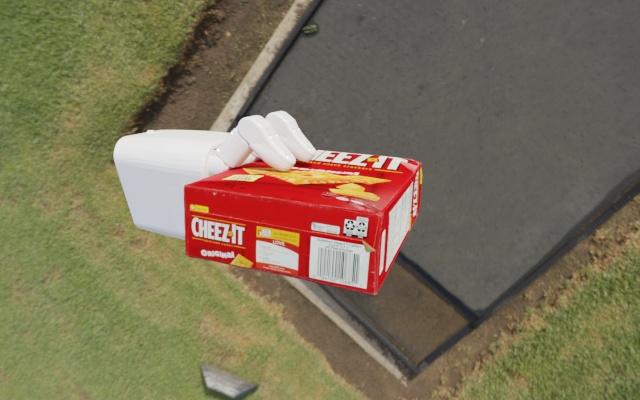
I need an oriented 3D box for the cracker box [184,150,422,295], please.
[{"bbox_3d":[0.000,0.002,0.455,0.164,0.072,0.213,8,17,18],"label":"cracker box"}]
